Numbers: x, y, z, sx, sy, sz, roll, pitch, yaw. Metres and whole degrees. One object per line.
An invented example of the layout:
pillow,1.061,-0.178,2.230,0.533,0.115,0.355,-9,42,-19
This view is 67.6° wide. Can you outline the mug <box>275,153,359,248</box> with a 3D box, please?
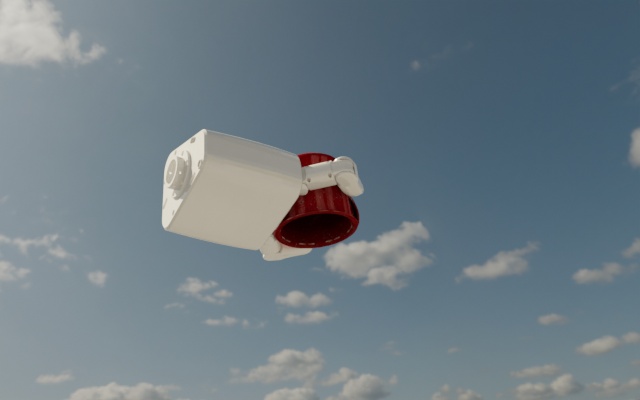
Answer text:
mug,0.001,0.002,0.555,0.117,0.081,0.093,15,-36,-36
